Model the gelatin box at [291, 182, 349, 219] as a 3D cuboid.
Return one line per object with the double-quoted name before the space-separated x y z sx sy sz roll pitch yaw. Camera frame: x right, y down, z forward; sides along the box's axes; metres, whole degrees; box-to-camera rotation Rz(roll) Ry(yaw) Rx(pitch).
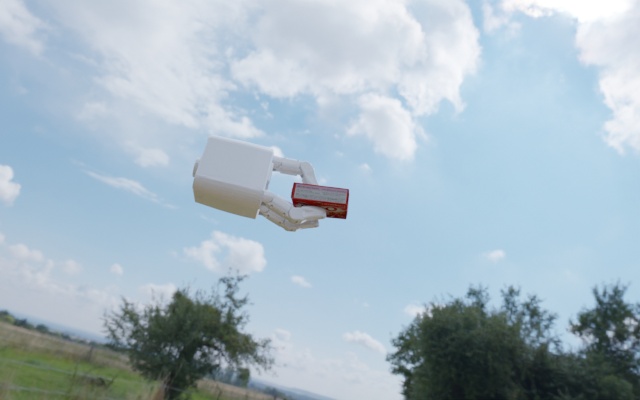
"gelatin box" 0.001 0.002 0.760 0.089 0.030 0.073 6 -20 4
